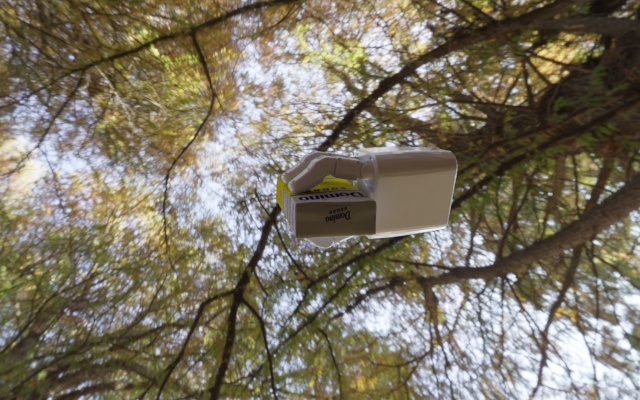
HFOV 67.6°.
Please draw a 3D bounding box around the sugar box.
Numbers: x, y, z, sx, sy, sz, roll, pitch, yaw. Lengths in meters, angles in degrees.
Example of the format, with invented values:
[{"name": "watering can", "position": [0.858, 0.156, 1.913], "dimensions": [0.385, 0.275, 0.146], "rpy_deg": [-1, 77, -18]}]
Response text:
[{"name": "sugar box", "position": [0.000, 0.001, 0.596], "dimensions": [0.093, 0.048, 0.176], "rpy_deg": [-2, 10, -12]}]
